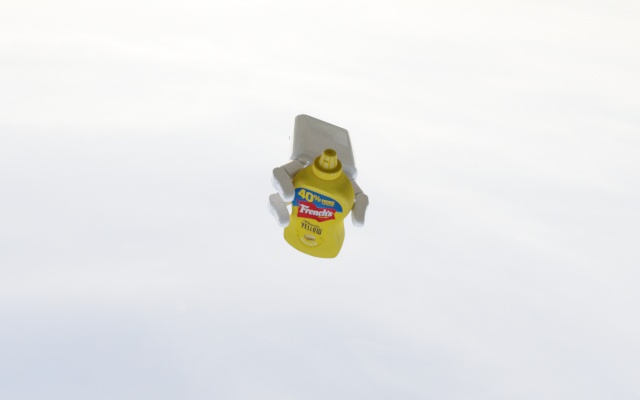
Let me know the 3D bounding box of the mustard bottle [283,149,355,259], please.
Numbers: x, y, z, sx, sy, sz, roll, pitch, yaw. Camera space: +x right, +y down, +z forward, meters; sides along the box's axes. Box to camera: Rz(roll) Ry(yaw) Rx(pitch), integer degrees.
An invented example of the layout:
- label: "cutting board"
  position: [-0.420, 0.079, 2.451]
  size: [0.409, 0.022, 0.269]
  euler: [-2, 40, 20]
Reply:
- label: "mustard bottle"
  position: [0.000, 0.003, 0.710]
  size: [0.096, 0.192, 0.058]
  euler: [21, 44, 10]
